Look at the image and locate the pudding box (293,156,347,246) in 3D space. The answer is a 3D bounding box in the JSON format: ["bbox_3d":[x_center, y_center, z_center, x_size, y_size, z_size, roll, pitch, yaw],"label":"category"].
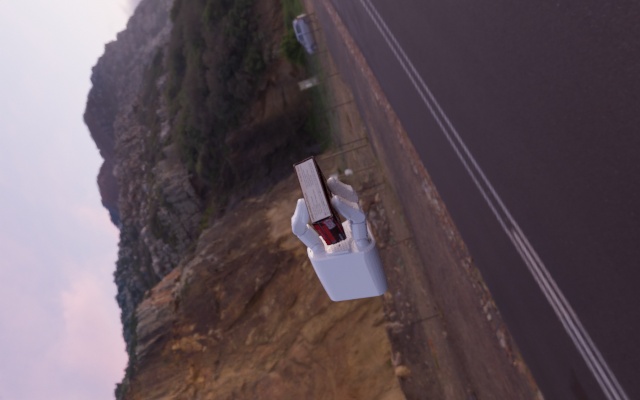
[{"bbox_3d":[0.000,0.003,0.738,0.039,0.113,0.090,-23,-30,4],"label":"pudding box"}]
